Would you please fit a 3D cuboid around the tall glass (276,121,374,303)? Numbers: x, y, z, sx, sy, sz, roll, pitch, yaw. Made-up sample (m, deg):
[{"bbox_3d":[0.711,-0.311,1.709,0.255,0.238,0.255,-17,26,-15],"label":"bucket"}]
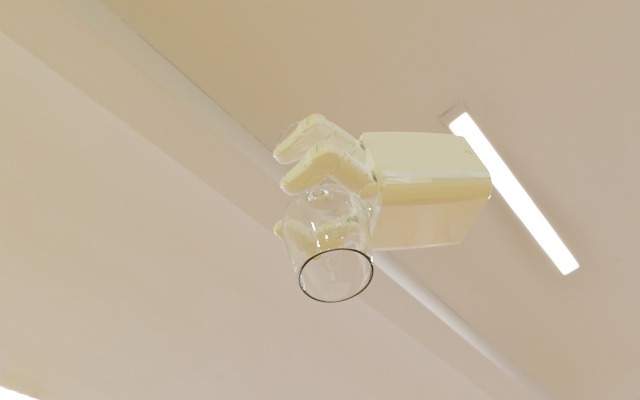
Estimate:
[{"bbox_3d":[0.000,0.001,0.459,0.079,0.079,0.201,0,37,-9],"label":"tall glass"}]
